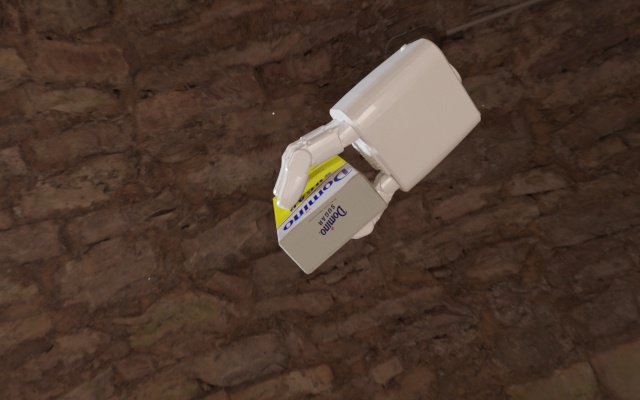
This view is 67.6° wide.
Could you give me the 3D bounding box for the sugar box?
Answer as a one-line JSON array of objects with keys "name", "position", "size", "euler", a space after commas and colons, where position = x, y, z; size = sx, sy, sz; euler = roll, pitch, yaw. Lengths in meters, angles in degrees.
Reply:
[{"name": "sugar box", "position": [0.000, 0.001, 0.480], "size": [0.093, 0.048, 0.176], "euler": [-41, 11, 2]}]
